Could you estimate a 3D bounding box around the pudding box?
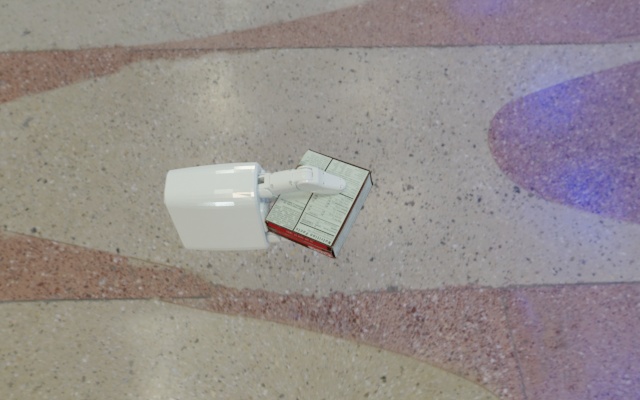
[{"bbox_3d":[0.000,0.002,0.569,0.090,0.113,0.039,22,-22,18],"label":"pudding box"}]
